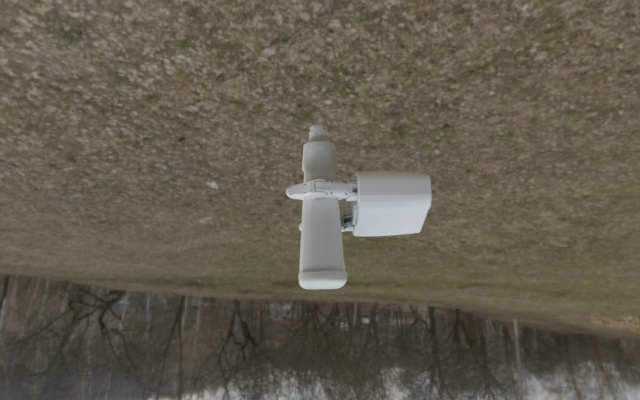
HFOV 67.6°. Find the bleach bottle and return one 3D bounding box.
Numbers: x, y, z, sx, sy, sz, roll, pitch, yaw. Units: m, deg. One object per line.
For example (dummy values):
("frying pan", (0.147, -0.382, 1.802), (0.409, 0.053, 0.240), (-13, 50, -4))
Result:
("bleach bottle", (0.000, 0.002, 0.718), (0.068, 0.250, 0.102), (-1, -17, -2))
